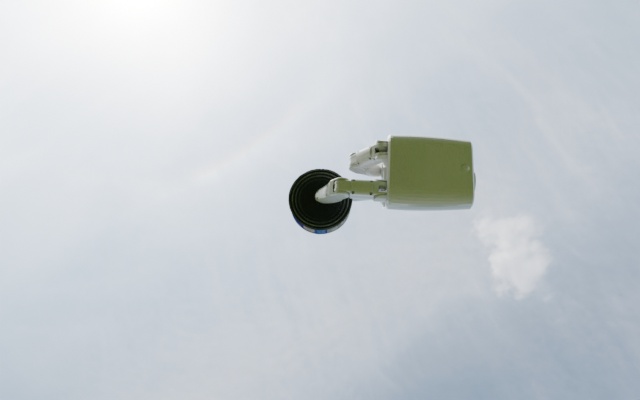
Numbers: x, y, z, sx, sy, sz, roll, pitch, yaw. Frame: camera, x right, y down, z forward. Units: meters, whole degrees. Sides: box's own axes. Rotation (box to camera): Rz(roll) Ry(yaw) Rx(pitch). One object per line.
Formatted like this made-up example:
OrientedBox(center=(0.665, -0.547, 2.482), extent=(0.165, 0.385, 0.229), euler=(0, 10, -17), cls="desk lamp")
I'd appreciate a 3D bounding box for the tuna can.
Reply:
OrientedBox(center=(0.000, 0.002, 0.652), extent=(0.086, 0.086, 0.034), euler=(0, -17, 1), cls="tuna can")
